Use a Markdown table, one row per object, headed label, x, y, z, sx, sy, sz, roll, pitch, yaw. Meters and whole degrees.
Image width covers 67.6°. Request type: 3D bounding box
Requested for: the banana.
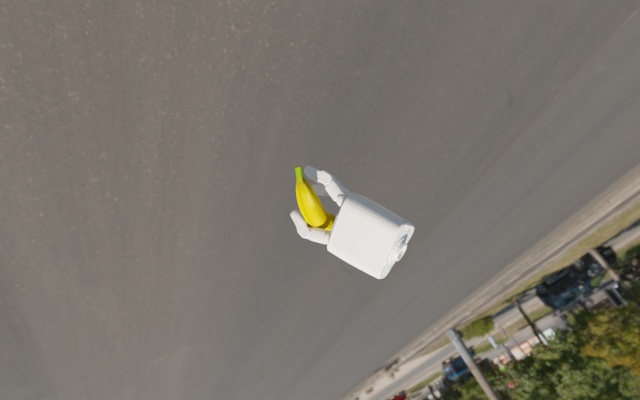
| label | x | y | z | sx | sy | sz | roll | pitch | yaw |
| --- | --- | --- | --- | --- | --- | --- | --- | --- | --- |
| banana | -0.004 | 0.018 | 0.859 | 0.037 | 0.069 | 0.198 | 1 | -28 | 19 |
